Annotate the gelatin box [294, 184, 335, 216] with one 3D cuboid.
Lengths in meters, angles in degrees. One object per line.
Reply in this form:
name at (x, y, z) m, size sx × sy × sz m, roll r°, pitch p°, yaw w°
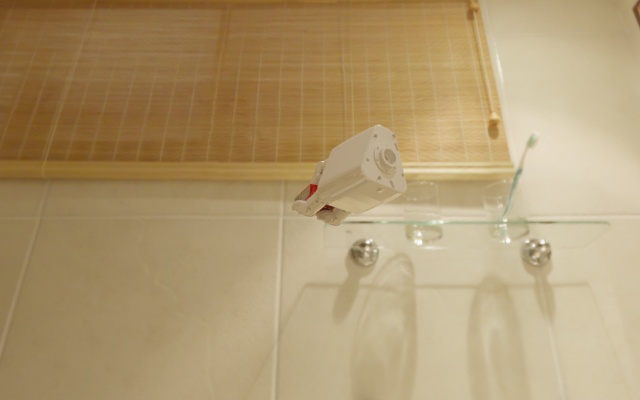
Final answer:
gelatin box at (0.000, 0.002, 0.856) m, size 0.073 × 0.030 × 0.089 m, roll 12°, pitch -21°, yaw -19°
